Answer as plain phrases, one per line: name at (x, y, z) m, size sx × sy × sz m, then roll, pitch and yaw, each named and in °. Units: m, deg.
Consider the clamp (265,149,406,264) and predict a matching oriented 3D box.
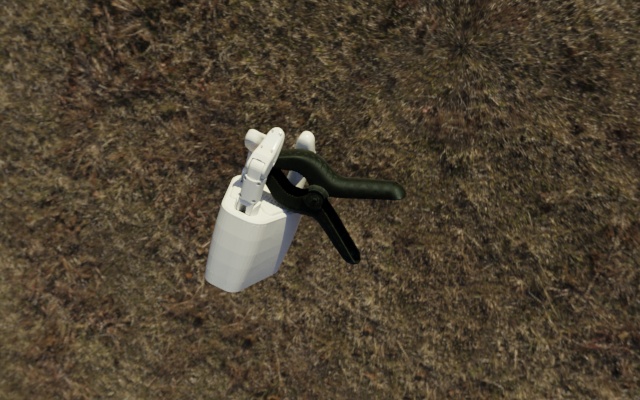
clamp at (0.000, 0.002, 0.553) m, size 0.171 × 0.120 × 0.039 m, roll 24°, pitch 25°, yaw 8°
